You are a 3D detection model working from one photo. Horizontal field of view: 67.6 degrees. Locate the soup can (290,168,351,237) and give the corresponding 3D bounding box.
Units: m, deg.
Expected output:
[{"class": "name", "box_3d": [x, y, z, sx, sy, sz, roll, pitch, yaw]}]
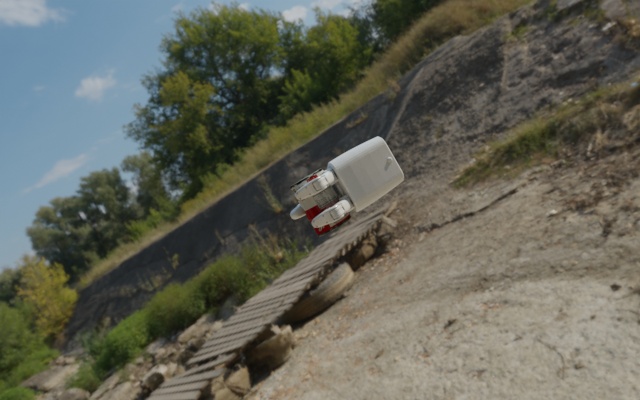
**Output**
[{"class": "soup can", "box_3d": [0.000, 0.003, 0.841, 0.068, 0.102, 0.068, -30, 4, 2]}]
